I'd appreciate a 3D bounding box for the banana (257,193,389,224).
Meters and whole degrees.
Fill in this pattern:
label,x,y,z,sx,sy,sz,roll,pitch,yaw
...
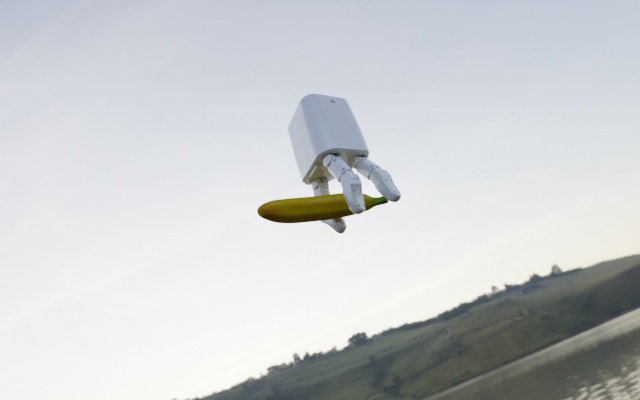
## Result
label,x,y,z,sx,sy,sz,roll,pitch,yaw
banana,-0.003,0.008,0.697,0.198,0.037,0.070,-7,-16,-22
